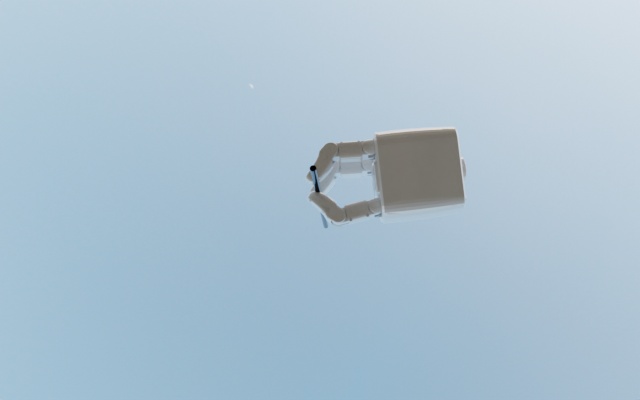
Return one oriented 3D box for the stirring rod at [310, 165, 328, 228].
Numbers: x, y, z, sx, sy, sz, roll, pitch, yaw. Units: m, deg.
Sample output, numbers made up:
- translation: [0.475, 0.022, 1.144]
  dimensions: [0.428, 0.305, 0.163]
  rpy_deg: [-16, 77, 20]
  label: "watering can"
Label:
- translation: [0.000, 0.002, 0.668]
  dimensions: [0.011, 0.011, 0.240]
  rpy_deg: [0, -19, 4]
  label: "stirring rod"
